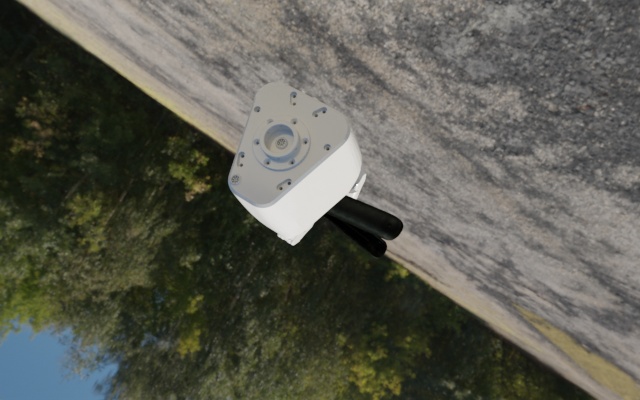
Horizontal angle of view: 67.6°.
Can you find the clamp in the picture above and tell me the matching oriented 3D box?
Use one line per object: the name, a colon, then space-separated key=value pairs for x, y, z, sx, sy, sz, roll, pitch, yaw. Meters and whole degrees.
clamp: x=-0.001 y=0.002 z=0.559 sx=0.210 sy=0.036 sz=0.165 roll=31 pitch=-12 yaw=15
